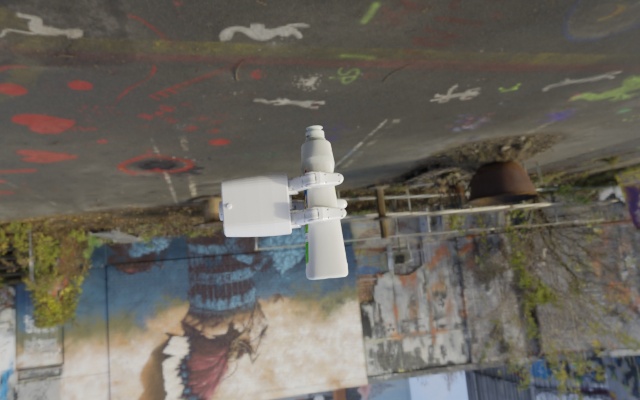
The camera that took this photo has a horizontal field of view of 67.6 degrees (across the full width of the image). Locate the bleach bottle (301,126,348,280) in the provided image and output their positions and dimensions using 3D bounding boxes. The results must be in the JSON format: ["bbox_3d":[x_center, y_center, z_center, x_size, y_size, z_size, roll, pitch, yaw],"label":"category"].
[{"bbox_3d":[0.000,0.003,0.796,0.068,0.251,0.102,-5,-8,-4],"label":"bleach bottle"}]
